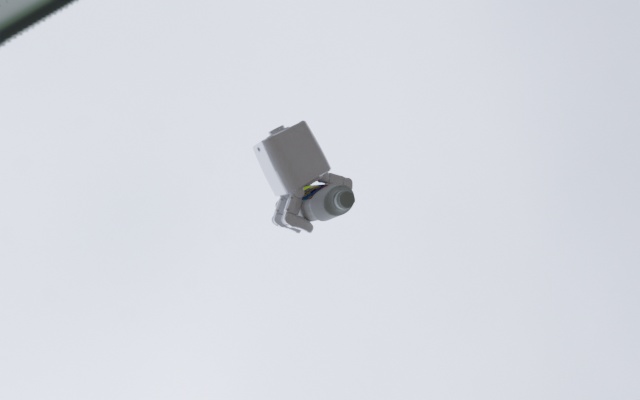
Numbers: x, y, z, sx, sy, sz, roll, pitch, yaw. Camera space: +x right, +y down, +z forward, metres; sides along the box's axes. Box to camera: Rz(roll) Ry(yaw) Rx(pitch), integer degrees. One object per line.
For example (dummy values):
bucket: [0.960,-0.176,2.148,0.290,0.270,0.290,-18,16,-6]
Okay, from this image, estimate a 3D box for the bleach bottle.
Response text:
bleach bottle: [0.000,0.003,0.892,0.102,0.068,0.251,-30,8,-23]
